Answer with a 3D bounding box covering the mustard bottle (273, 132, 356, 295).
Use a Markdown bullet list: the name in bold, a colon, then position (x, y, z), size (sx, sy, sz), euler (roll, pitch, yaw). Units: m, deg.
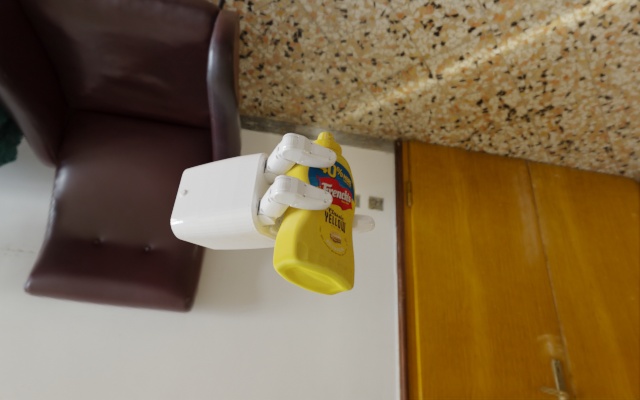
- **mustard bottle**: position (0.000, 0.002, 0.536), size (0.058, 0.191, 0.096), euler (-25, -42, 37)
